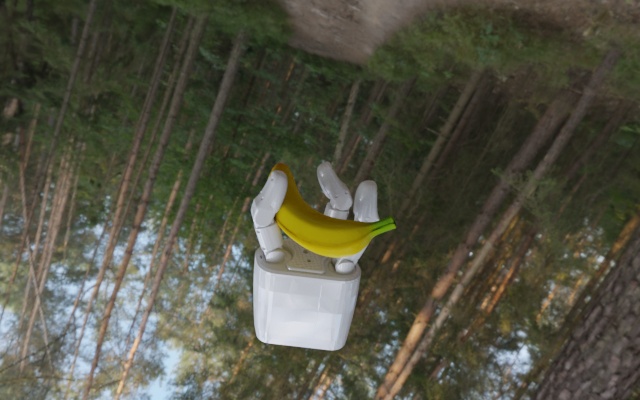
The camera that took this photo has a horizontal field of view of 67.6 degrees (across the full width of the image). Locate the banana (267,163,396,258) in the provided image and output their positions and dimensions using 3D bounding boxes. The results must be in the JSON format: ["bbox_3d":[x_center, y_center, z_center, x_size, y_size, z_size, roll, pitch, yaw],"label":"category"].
[{"bbox_3d":[-0.012,0.012,0.495,0.069,0.037,0.197,-33,38,-24],"label":"banana"}]
